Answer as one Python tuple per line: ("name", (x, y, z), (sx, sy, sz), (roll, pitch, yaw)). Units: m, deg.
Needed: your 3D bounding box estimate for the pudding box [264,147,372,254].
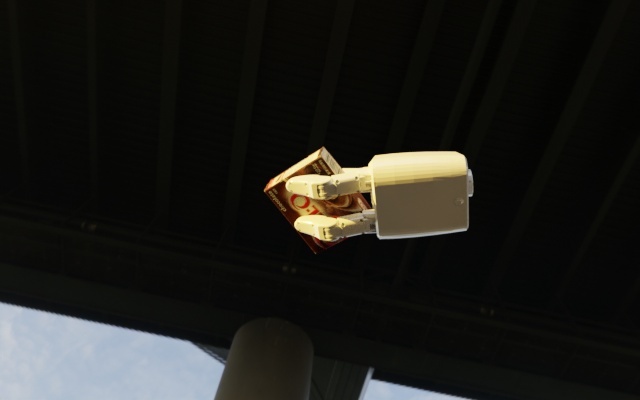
("pudding box", (0.000, 0.002, 0.601), (0.090, 0.113, 0.039), (-30, 17, 23))
